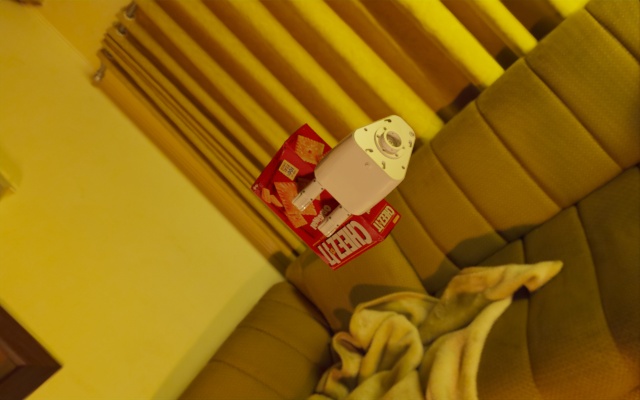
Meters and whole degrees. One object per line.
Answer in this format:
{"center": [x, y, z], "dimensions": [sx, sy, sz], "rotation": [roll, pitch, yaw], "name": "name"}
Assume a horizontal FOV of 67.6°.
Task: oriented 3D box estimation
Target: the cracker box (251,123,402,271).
{"center": [0.000, 0.002, 0.794], "dimensions": [0.072, 0.214, 0.164], "rotation": [-47, 3, -37], "name": "cracker box"}
